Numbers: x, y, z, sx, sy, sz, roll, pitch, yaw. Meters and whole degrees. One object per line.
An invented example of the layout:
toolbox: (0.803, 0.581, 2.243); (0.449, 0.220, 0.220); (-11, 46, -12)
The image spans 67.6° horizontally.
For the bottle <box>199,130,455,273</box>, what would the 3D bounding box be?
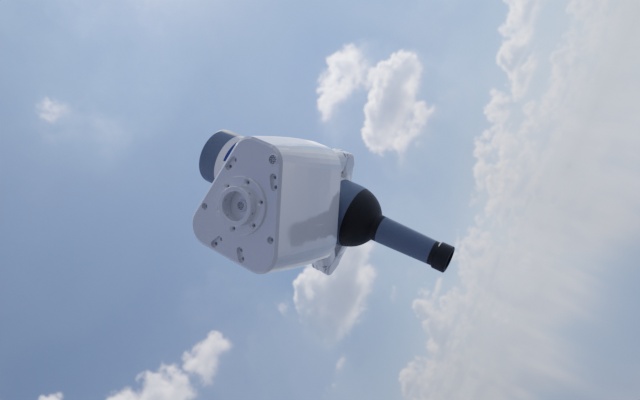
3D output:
bottle: (0.000, 0.002, 0.514); (0.295, 0.069, 0.069); (24, 10, 24)
